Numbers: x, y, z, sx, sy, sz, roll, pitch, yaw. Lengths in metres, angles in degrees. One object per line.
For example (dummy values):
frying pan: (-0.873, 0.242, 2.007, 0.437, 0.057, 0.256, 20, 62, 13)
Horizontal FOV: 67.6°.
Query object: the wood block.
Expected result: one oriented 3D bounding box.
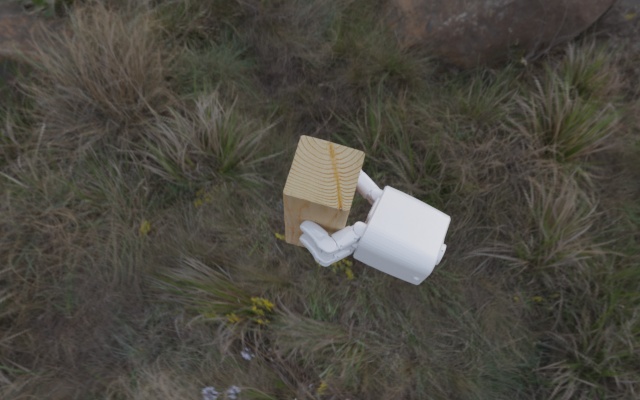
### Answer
wood block: (0.001, 0.002, 0.706, 0.090, 0.090, 0.206, 16, -22, 3)
